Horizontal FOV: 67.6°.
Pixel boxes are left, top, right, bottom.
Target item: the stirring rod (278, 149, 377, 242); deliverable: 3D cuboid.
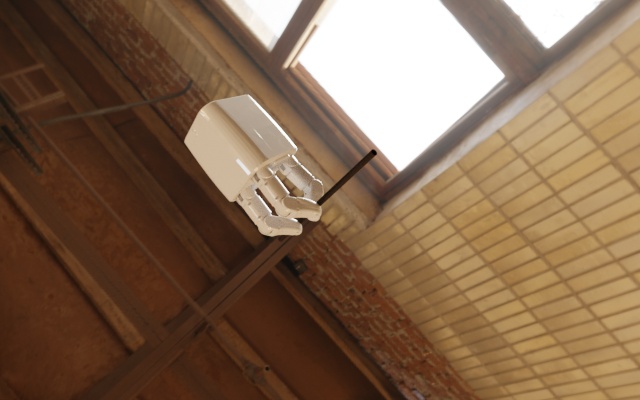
[{"bbox_3d":[0.000,0.002,0.617,0.011,0.011,0.240,0,-27,-34],"label":"stirring rod"}]
